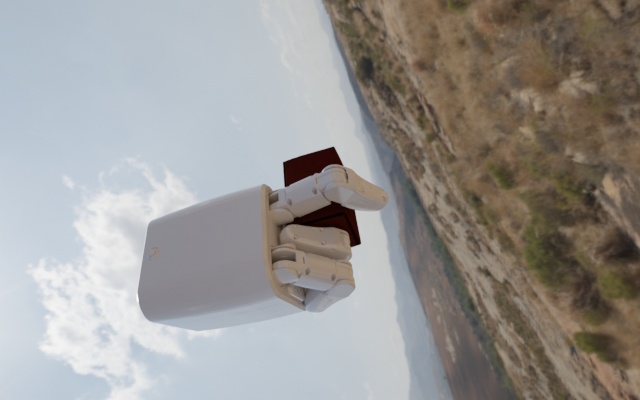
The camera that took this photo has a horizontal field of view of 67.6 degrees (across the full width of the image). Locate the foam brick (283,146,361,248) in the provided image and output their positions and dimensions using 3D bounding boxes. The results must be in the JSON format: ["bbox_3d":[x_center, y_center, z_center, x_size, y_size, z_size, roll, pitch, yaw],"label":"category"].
[{"bbox_3d":[0.000,0.001,0.422,0.051,0.078,0.053,-16,-41,11],"label":"foam brick"}]
